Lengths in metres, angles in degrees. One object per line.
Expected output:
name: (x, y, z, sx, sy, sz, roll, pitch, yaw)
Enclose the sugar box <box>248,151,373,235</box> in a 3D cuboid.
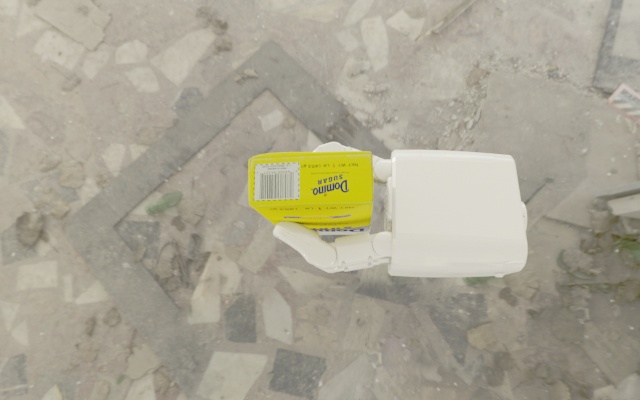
sugar box: (0.000, 0.002, 0.430, 0.093, 0.048, 0.176, -1, -13, 6)
